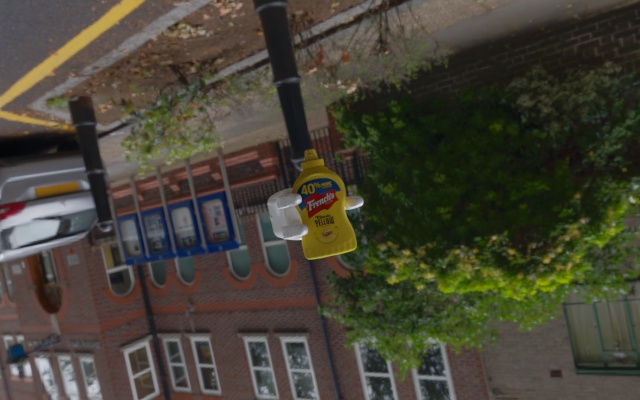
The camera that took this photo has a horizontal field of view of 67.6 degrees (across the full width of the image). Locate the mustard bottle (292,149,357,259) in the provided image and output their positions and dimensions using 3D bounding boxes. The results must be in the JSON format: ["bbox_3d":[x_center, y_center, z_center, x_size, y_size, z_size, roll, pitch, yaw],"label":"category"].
[{"bbox_3d":[0.000,0.003,0.854,0.096,0.191,0.058,-12,1,1],"label":"mustard bottle"}]
